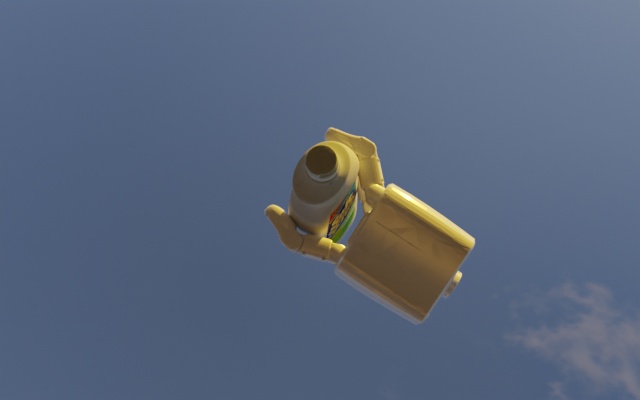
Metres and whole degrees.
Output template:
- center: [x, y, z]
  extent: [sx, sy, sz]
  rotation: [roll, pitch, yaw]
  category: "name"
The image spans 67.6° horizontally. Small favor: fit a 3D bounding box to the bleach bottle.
- center: [0.000, 0.002, 0.541]
  extent: [0.068, 0.102, 0.251]
  rotation: [35, -11, 10]
  category: "bleach bottle"
